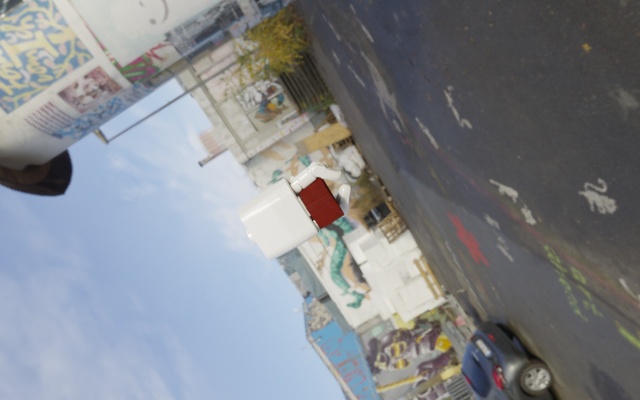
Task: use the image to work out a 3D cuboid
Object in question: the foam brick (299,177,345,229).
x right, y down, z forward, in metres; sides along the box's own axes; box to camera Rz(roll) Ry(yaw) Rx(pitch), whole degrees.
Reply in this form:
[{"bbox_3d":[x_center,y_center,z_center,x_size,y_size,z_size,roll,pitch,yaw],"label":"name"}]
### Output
[{"bbox_3d":[0.000,0.003,0.842,0.051,0.053,0.078,-31,31,2],"label":"foam brick"}]
